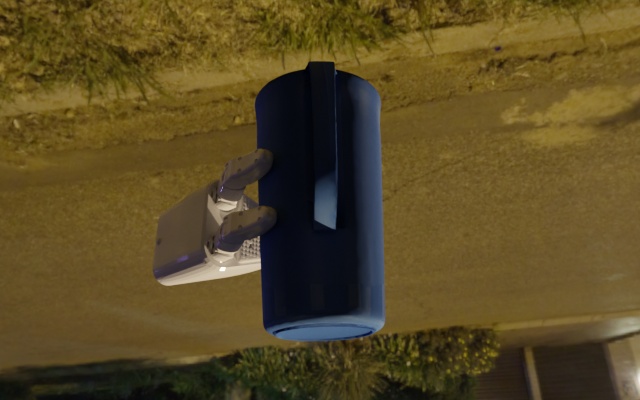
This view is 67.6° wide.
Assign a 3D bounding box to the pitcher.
[{"bbox_3d":[0.000,0.002,0.454,0.145,0.242,0.149,-21,-30,37],"label":"pitcher"}]
